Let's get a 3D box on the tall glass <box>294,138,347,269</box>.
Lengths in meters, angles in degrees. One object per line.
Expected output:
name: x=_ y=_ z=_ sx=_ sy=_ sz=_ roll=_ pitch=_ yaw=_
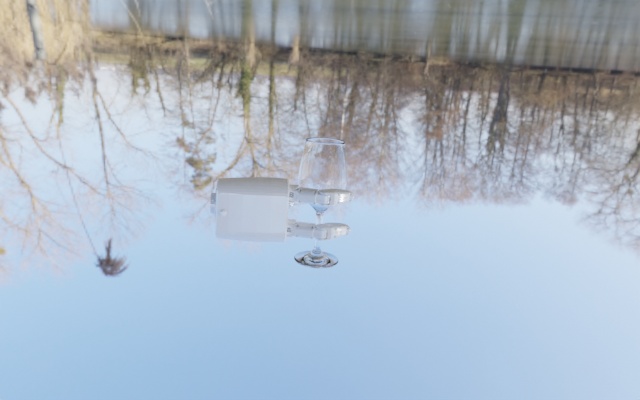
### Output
tall glass: x=0.000 y=0.003 z=0.770 sx=0.079 sy=0.201 sz=0.079 roll=4 pitch=15 yaw=-1
